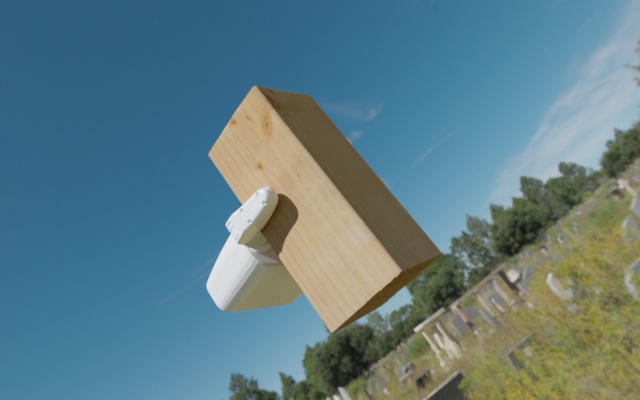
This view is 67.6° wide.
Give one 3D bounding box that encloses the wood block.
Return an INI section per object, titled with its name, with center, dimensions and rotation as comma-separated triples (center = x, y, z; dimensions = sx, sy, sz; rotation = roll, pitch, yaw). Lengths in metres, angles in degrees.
[wood block]
center = 0.000, 0.002, 0.440
dimensions = 0.090, 0.206, 0.091
rotation = -48, -21, 28
